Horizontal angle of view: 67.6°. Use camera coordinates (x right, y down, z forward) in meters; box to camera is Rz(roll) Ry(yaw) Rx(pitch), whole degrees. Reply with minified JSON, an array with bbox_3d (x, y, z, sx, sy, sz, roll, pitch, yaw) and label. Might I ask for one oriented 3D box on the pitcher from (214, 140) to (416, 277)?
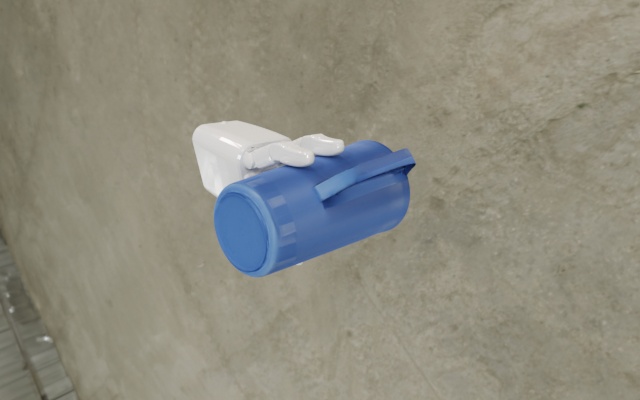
[{"bbox_3d":[0.000,0.002,0.591,0.145,0.149,0.243,26,30,36],"label":"pitcher"}]
